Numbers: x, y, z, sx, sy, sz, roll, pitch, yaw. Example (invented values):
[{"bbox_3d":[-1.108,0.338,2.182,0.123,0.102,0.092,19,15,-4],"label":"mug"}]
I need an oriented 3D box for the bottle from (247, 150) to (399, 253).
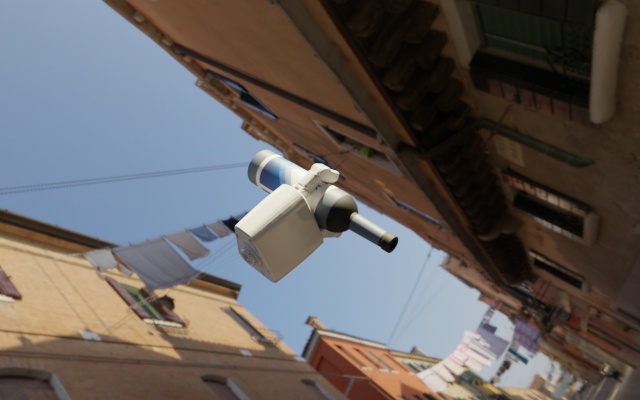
[{"bbox_3d":[0.000,0.002,0.774,0.295,0.069,0.069,31,18,34],"label":"bottle"}]
